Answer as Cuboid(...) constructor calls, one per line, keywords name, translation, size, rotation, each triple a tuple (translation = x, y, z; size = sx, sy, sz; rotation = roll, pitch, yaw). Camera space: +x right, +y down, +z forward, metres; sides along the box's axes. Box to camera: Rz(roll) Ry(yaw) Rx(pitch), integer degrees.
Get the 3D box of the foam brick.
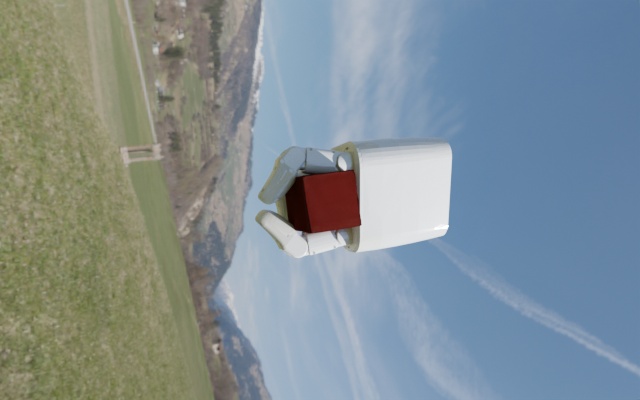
Cuboid(name="foam brick", translation=(0.000, 0.002, 0.456), size=(0.051, 0.053, 0.078), rotation=(-7, 1, -16))
